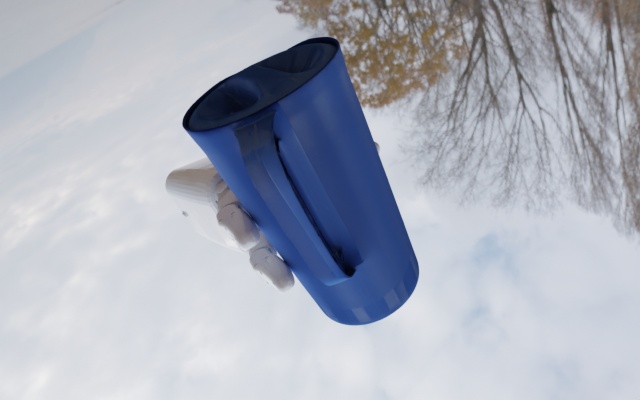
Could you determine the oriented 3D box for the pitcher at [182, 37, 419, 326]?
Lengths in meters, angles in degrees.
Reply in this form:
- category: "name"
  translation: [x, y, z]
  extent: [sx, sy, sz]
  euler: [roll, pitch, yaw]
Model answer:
- category: "pitcher"
  translation: [0.000, 0.001, 0.411]
  extent: [0.145, 0.243, 0.149]
  euler: [9, 47, 47]
